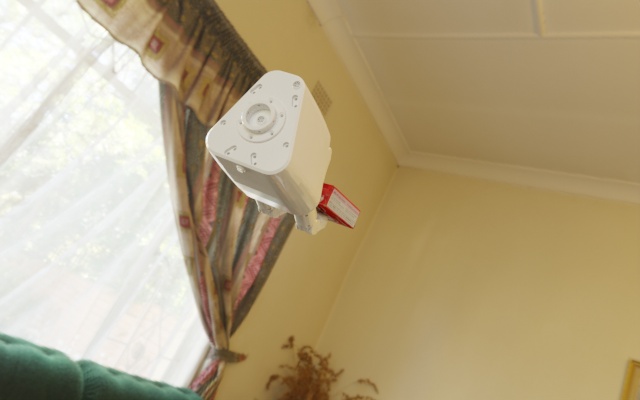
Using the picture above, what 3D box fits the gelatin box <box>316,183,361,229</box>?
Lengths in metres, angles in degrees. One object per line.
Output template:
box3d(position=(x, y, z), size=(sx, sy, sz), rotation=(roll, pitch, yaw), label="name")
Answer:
box3d(position=(0.000, 0.002, 0.612), size=(0.073, 0.030, 0.089), rotation=(17, -12, 33), label="gelatin box")
